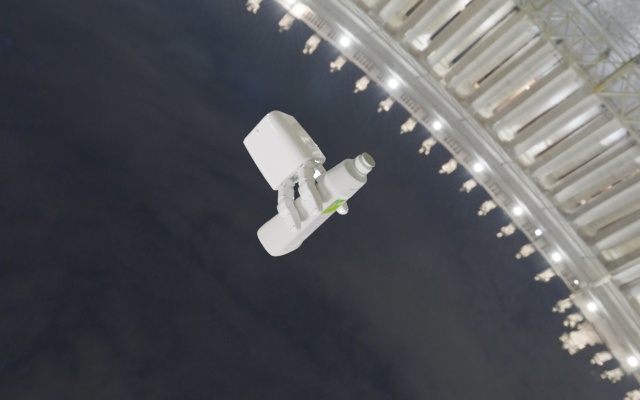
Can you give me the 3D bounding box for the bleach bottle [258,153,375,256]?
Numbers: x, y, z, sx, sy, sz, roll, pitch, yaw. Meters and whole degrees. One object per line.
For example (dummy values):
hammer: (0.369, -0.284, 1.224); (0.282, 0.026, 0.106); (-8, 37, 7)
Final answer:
bleach bottle: (0.000, 0.003, 0.832); (0.251, 0.068, 0.102); (-41, -10, 31)
